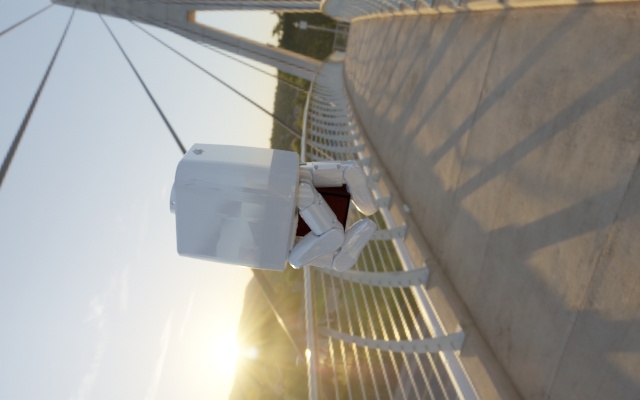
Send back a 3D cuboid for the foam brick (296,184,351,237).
[{"bbox_3d":[0.000,0.002,0.512,0.051,0.053,0.078,6,20,-5],"label":"foam brick"}]
